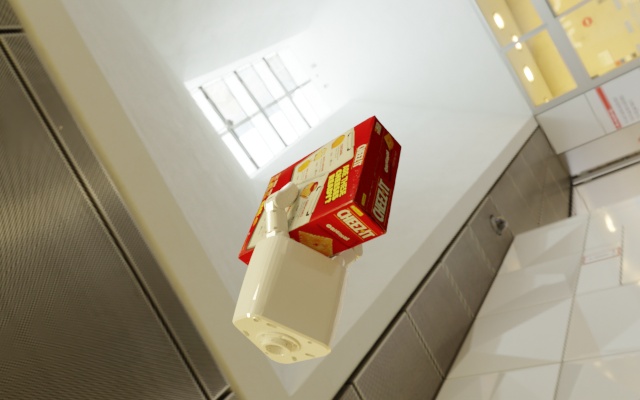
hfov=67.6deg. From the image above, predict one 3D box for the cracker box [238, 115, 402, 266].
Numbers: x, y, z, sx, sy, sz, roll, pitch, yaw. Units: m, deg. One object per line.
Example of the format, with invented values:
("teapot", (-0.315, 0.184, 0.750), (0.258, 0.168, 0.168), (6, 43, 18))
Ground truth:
("cracker box", (0.000, 0.002, 0.646), (0.214, 0.164, 0.072), (-27, -58, 38))
